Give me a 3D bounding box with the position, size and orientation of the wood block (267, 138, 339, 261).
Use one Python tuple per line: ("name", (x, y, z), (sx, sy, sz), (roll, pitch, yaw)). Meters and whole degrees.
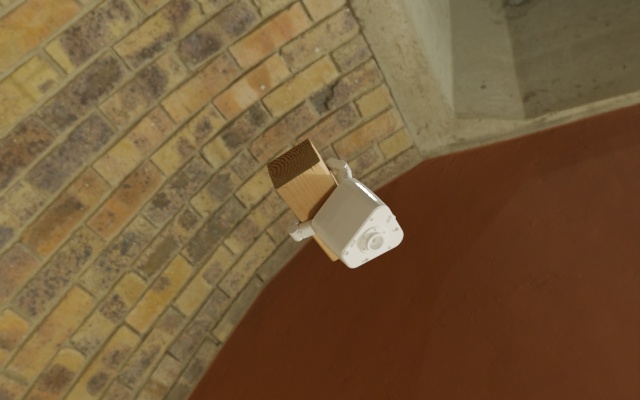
("wood block", (0.000, 0.003, 0.869), (0.091, 0.206, 0.090), (-32, 37, 5))
